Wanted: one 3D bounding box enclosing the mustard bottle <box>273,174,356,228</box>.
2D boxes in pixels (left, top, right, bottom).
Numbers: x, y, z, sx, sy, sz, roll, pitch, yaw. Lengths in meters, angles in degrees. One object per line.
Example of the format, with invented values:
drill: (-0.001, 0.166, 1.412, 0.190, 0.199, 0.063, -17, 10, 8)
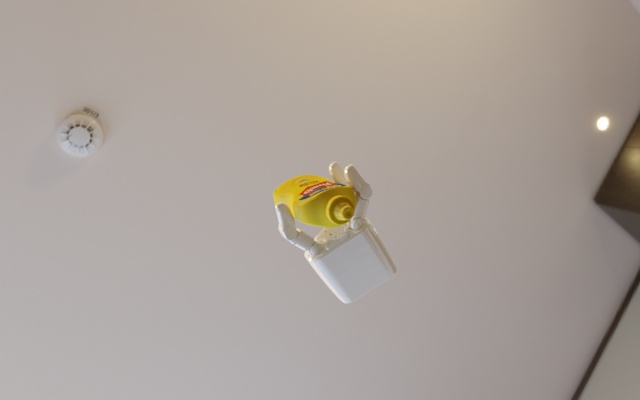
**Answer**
mustard bottle: (0.000, 0.002, 0.734, 0.096, 0.058, 0.191, -17, 16, -20)
